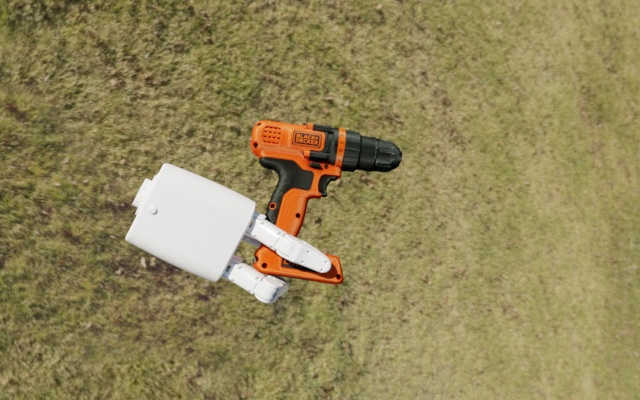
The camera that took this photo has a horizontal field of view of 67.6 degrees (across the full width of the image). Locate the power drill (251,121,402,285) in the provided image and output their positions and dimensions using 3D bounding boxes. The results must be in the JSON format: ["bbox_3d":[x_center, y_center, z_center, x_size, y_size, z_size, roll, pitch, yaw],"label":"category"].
[{"bbox_3d":[0.000,0.002,0.568,0.184,0.187,0.057,8,-13,-2],"label":"power drill"}]
